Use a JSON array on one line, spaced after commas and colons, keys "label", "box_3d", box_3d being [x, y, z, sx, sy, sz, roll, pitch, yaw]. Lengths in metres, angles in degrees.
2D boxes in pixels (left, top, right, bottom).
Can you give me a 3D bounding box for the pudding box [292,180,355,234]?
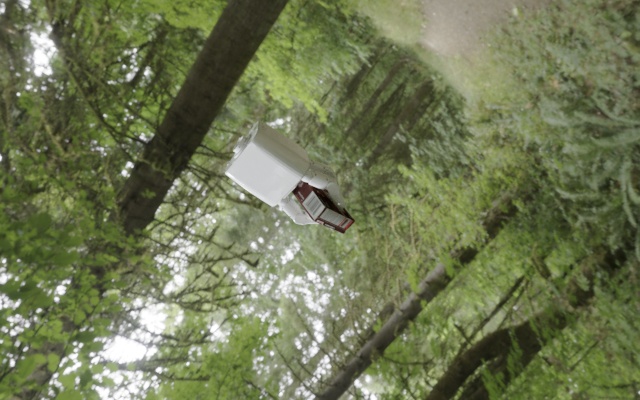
[{"label": "pudding box", "box_3d": [0.000, 0.003, 0.870, 0.090, 0.039, 0.113, 25, 23, -46]}]
